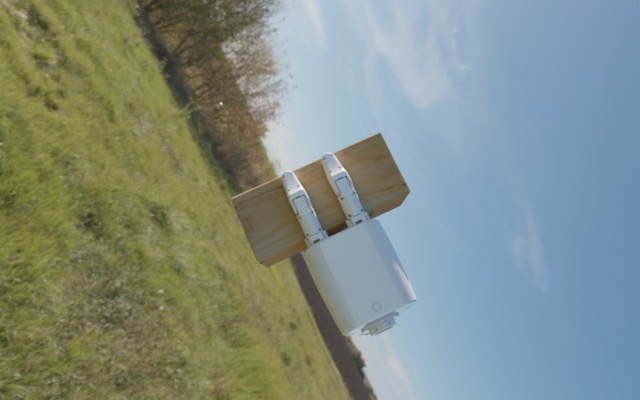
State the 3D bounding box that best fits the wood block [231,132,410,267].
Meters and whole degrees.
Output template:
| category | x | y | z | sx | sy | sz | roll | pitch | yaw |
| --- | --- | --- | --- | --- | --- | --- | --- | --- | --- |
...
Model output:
| category | x | y | z | sx | sy | sz | roll | pitch | yaw |
| --- | --- | --- | --- | --- | --- | --- | --- | --- | --- |
| wood block | 0.000 | 0.002 | 0.632 | 0.206 | 0.090 | 0.091 | -24 | -12 | -4 |
